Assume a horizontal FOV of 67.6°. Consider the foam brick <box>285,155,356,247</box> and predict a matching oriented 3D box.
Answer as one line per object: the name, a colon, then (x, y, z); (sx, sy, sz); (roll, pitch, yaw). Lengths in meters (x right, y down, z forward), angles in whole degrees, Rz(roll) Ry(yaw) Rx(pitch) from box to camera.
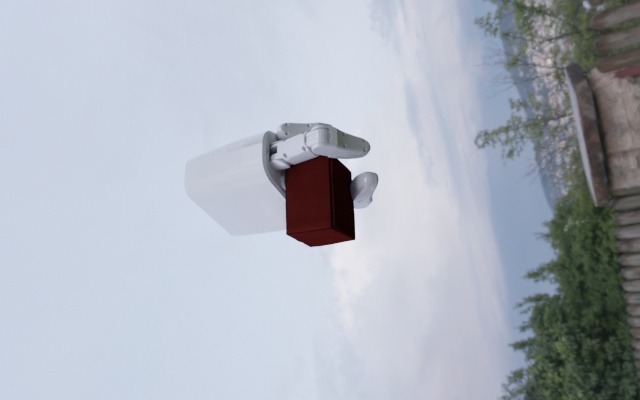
foam brick: (0.000, 0.002, 0.472); (0.051, 0.078, 0.053); (-12, -24, 24)
